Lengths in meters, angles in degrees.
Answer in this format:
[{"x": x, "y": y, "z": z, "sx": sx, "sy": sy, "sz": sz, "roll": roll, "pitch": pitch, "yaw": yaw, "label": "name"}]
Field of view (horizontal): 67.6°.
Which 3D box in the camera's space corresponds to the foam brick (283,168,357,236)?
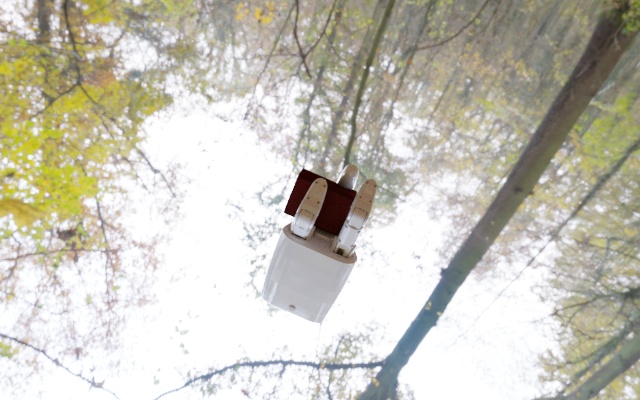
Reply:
[{"x": 0.000, "y": 0.002, "z": 0.597, "sx": 0.078, "sy": 0.051, "sz": 0.053, "roll": 24, "pitch": 17, "yaw": 1, "label": "foam brick"}]
